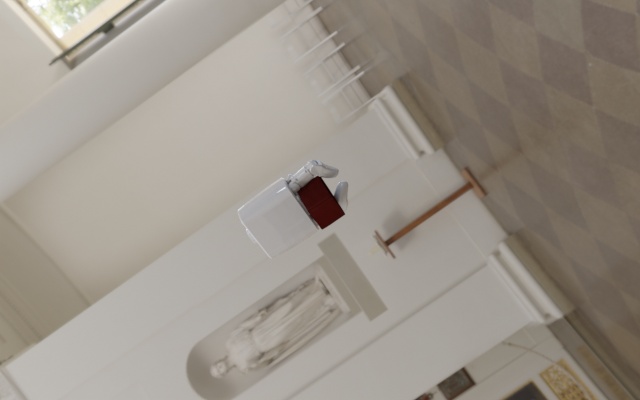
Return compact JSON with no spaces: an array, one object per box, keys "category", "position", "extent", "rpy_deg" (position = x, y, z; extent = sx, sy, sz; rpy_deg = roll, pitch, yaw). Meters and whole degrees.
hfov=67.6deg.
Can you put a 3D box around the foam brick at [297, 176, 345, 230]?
[{"category":"foam brick","position":[0.000,0.003,0.844],"extent":[0.051,0.053,0.078],"rpy_deg":[-34,36,2]}]
